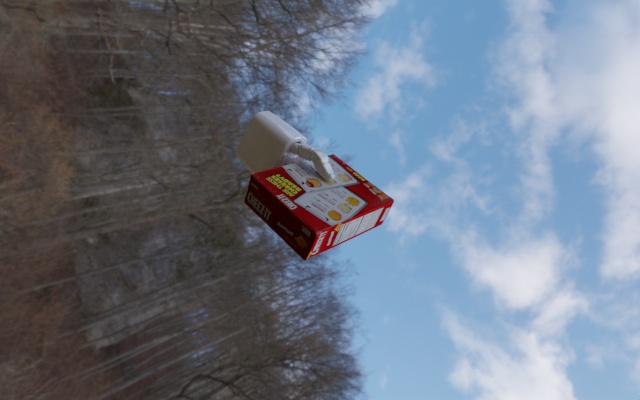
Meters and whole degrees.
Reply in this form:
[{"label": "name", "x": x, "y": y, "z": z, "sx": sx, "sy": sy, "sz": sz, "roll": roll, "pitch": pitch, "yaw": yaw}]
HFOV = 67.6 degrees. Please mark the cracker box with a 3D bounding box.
[{"label": "cracker box", "x": 0.000, "y": 0.003, "z": 0.845, "sx": 0.164, "sy": 0.072, "sz": 0.213, "roll": 40, "pitch": 38, "yaw": 27}]
